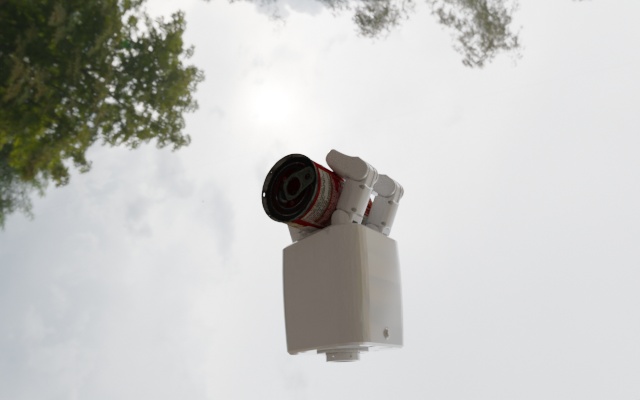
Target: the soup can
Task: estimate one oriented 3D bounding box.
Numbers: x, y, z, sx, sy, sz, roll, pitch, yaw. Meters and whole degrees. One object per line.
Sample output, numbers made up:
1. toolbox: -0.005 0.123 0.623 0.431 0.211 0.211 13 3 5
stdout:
1. soup can: 0.000 0.001 0.480 0.068 0.068 0.102 0 -16 39
